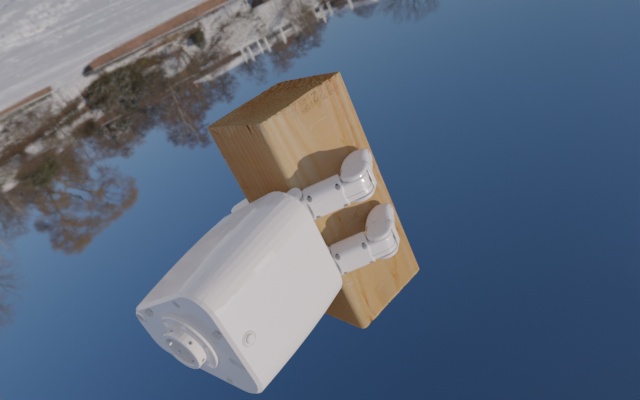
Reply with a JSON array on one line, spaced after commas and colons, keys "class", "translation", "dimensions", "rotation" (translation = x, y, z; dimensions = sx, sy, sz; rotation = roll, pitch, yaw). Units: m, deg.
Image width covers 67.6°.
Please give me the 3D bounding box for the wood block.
[{"class": "wood block", "translation": [0.000, 0.002, 0.433], "dimensions": [0.090, 0.206, 0.091], "rotation": [-40, 29, -29]}]
